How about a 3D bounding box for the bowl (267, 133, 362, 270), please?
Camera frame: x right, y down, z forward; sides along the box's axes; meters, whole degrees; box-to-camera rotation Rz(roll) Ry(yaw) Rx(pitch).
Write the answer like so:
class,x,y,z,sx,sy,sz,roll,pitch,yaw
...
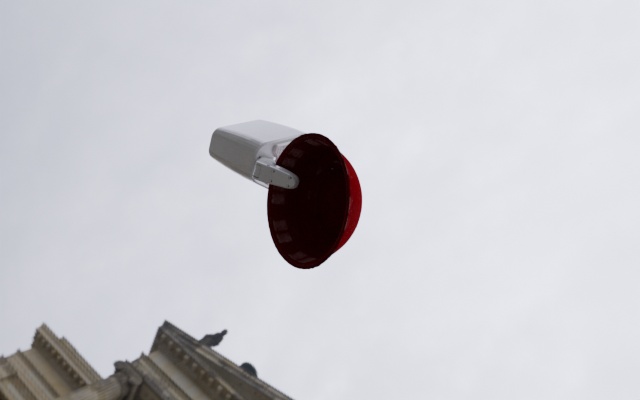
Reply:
class,x,y,z,sx,sy,sz,roll,pitch,yaw
bowl,0.001,0.003,0.579,0.055,0.162,0.162,5,-3,-38
